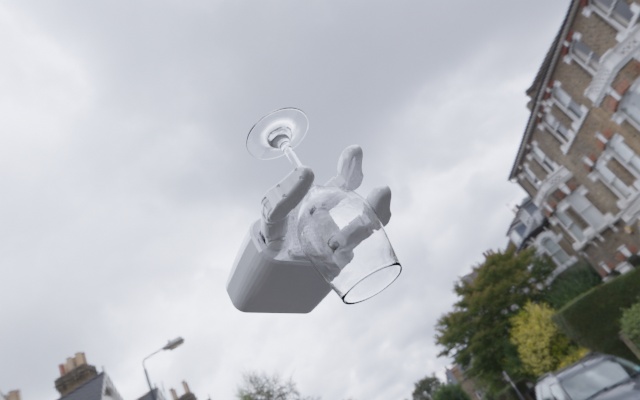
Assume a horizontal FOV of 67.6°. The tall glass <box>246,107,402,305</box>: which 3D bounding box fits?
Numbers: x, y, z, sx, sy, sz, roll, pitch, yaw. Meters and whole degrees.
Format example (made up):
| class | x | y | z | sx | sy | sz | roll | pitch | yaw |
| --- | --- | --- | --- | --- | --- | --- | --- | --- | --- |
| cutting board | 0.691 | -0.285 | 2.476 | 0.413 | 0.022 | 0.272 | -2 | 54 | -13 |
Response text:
| class | x | y | z | sx | sy | sz | roll | pitch | yaw |
| --- | --- | --- | --- | --- | --- | --- | --- | --- | --- |
| tall glass | 0.000 | 0.001 | 0.471 | 0.079 | 0.201 | 0.079 | -24 | -30 | -15 |
